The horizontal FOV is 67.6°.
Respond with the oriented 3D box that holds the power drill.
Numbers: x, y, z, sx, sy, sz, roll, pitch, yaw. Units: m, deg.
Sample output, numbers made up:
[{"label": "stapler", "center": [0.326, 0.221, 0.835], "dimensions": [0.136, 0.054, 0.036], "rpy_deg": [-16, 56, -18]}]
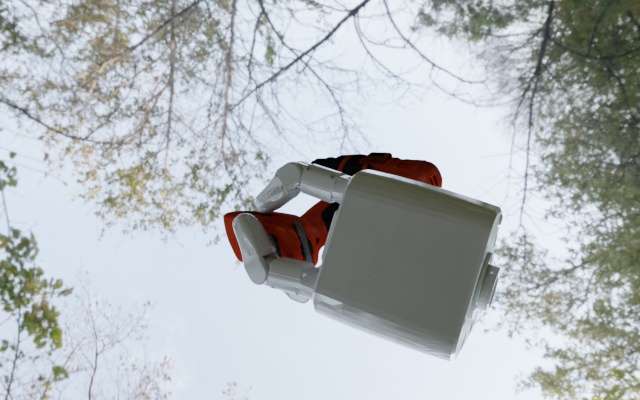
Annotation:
[{"label": "power drill", "center": [0.000, 0.002, 0.482], "dimensions": [0.187, 0.057, 0.184], "rpy_deg": [-31, 23, -35]}]
